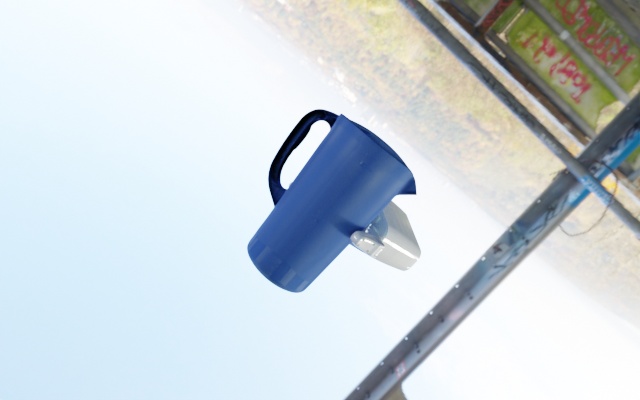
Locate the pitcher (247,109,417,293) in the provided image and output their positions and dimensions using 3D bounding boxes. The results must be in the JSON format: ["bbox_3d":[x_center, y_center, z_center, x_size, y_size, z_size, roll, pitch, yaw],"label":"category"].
[{"bbox_3d":[0.000,0.002,0.671,0.145,0.243,0.149,31,14,-40],"label":"pitcher"}]
